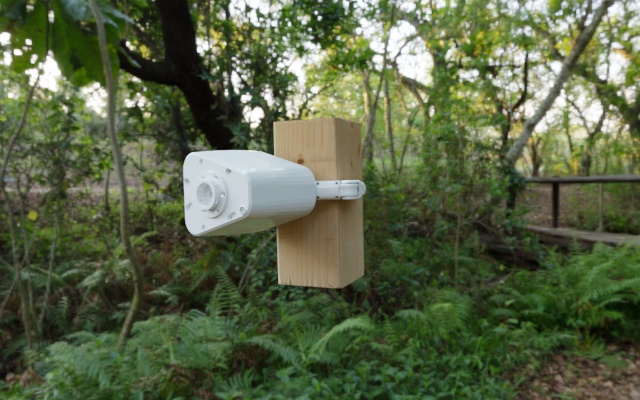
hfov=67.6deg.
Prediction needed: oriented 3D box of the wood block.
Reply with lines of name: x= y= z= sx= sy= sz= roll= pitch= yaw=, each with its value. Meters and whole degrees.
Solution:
wood block: x=0.000 y=0.002 z=0.625 sx=0.091 sy=0.206 sz=0.090 roll=0 pitch=3 yaw=24
